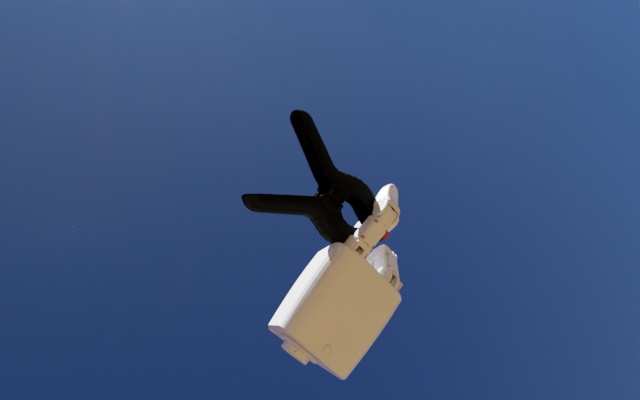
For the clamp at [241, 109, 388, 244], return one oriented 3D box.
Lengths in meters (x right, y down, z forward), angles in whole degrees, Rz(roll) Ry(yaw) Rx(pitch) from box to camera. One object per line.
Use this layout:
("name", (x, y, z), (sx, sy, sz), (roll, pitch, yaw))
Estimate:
("clamp", (0.000, 0.002, 0.505), (0.171, 0.120, 0.039), (45, -20, -18))
